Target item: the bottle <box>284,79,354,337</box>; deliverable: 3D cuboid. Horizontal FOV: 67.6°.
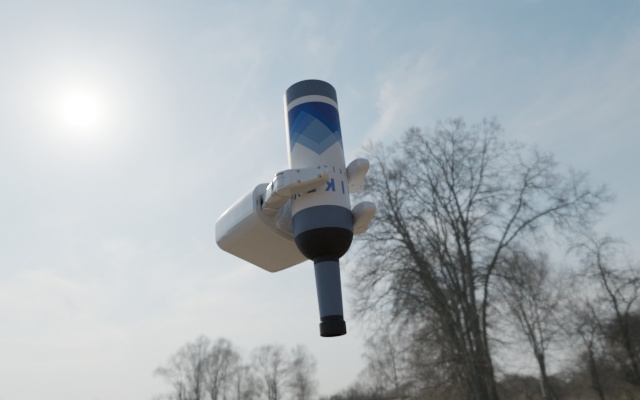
[{"bbox_3d":[0.000,0.001,0.539,0.069,0.295,0.069,-5,-25,-2],"label":"bottle"}]
